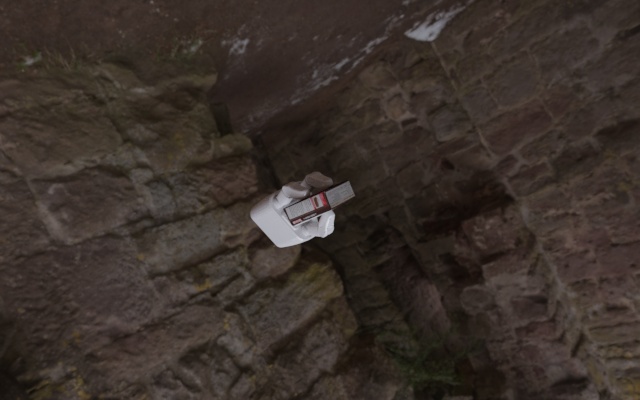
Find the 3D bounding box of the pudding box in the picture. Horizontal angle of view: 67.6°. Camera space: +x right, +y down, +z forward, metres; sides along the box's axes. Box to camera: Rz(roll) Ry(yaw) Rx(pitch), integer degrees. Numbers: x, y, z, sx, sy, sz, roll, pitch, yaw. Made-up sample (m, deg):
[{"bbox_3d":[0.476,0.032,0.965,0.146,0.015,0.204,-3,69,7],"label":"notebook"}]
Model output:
[{"bbox_3d":[0.000,0.003,0.855,0.090,0.039,0.113,-24,3,28],"label":"pudding box"}]
